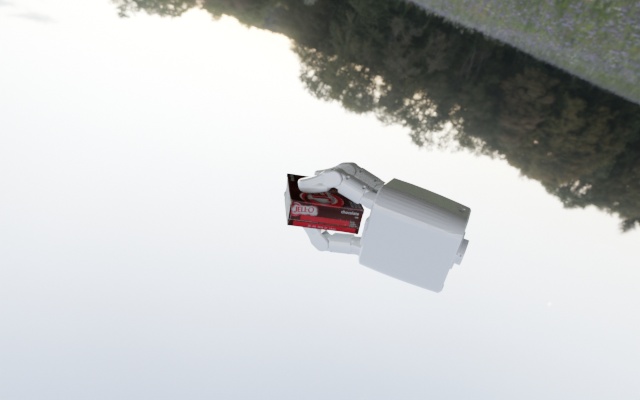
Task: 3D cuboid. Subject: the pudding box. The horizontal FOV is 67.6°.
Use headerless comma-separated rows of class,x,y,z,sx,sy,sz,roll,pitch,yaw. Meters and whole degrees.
pudding box,0.000,0.002,0.614,0.090,0.039,0.113,9,17,-10
